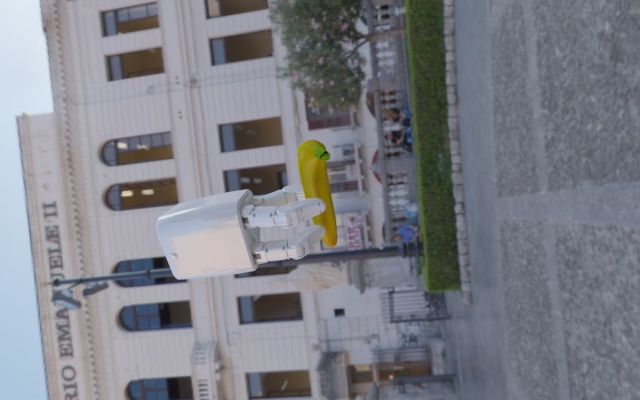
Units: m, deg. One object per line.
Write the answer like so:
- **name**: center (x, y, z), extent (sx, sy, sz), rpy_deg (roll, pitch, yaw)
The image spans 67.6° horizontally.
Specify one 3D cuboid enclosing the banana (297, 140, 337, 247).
- **banana**: center (-0.004, -0.015, 0.613), extent (0.037, 0.069, 0.198), rpy_deg (-12, -36, -2)
